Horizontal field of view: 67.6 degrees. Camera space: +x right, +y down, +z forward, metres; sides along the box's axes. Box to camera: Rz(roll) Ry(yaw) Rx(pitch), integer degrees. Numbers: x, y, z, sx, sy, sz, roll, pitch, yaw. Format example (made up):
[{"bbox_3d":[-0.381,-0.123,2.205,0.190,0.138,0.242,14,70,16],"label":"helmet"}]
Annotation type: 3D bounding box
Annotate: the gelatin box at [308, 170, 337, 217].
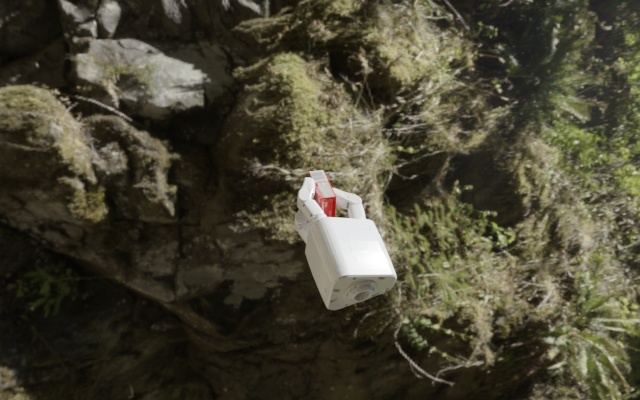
[{"bbox_3d":[0.000,0.002,0.801,0.030,0.073,0.089,-6,36,-13],"label":"gelatin box"}]
